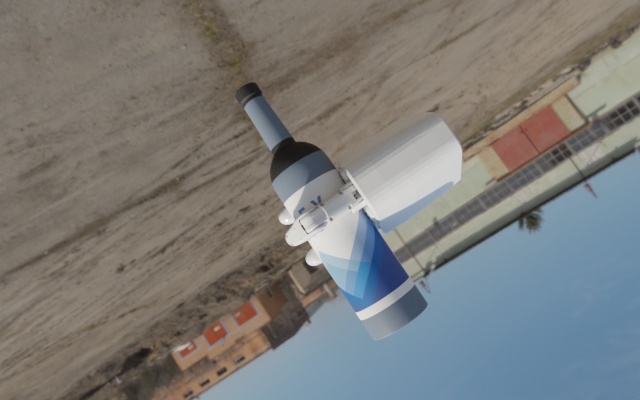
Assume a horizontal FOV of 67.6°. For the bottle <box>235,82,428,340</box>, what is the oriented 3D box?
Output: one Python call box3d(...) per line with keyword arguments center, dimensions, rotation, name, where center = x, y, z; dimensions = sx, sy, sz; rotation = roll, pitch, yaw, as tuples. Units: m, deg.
box3d(center=(0.000, 0.002, 0.501), dimensions=(0.069, 0.295, 0.069), rotation=(-33, -6, -4), name="bottle")
